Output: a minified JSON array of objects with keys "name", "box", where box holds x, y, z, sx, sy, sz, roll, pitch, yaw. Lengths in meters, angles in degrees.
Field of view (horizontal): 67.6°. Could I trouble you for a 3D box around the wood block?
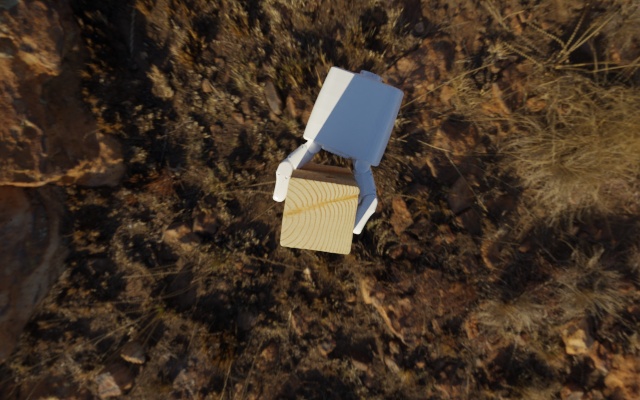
[{"name":"wood block","box":[0.000,0.002,0.693,0.091,0.090,0.206,8,10,0]}]
